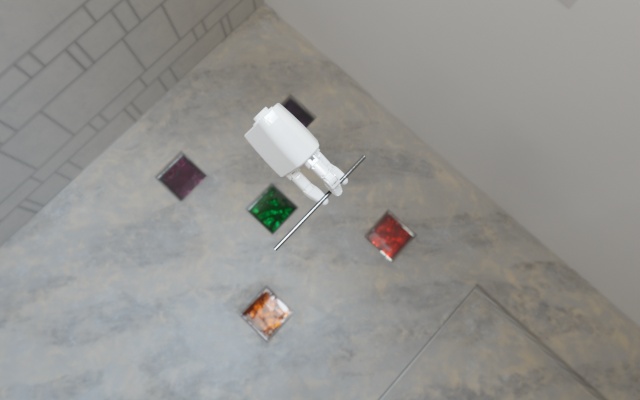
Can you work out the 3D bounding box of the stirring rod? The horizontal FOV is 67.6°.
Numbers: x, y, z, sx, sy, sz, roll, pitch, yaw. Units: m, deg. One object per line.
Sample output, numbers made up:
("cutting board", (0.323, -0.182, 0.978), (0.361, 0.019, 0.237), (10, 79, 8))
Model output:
("stirring rod", (0.000, 0.003, 0.880), (0.011, 0.239, 0.011), (42, -9, 9))
